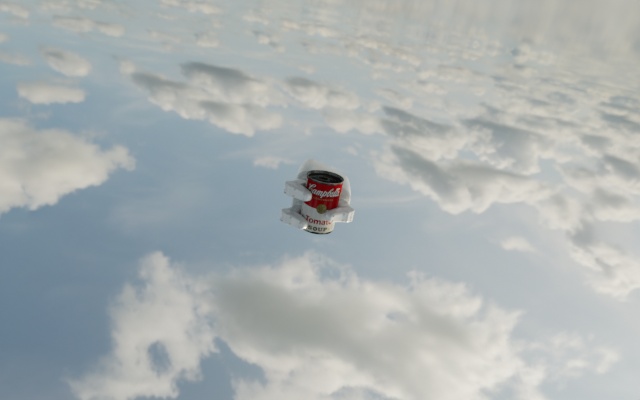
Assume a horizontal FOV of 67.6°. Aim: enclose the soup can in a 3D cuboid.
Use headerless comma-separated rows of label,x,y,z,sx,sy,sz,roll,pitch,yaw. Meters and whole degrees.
soup can,0.000,0.003,0.876,0.068,0.102,0.068,10,21,-4
